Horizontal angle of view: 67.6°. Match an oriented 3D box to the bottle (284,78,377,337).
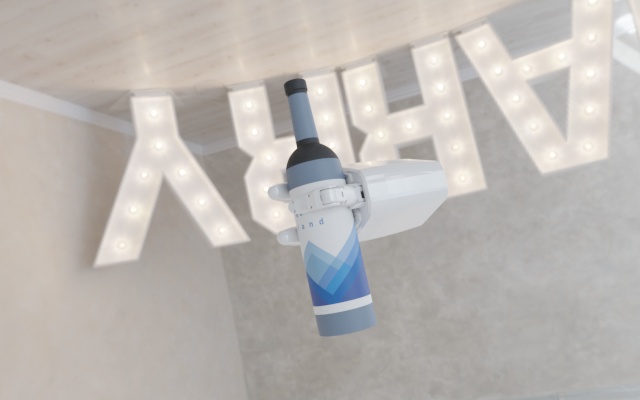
[{"bbox_3d":[0.000,0.002,0.554,0.069,0.295,0.069,-12,-7,-1],"label":"bottle"}]
